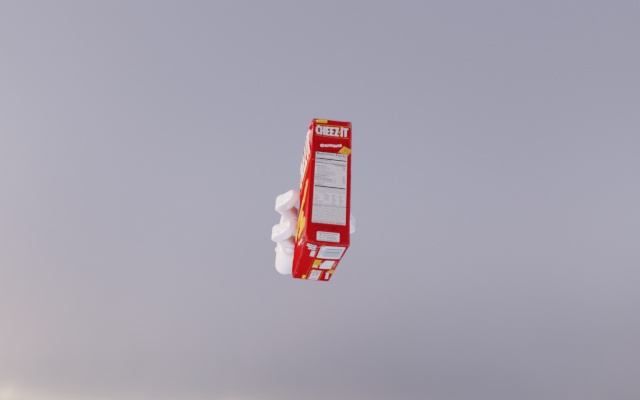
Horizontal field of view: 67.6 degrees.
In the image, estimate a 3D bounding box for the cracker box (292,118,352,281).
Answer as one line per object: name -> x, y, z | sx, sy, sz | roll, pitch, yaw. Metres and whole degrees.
cracker box -> 0.000, 0.003, 0.769 | 0.072, 0.213, 0.164 | 6, -28, -7
